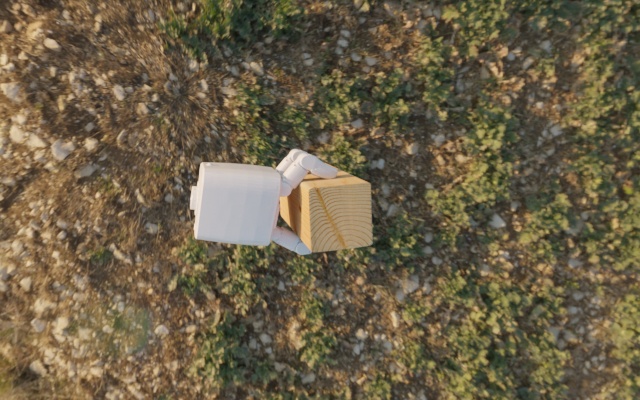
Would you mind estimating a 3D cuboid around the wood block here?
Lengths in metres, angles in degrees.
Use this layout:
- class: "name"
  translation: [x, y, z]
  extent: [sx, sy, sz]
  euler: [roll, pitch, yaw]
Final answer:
- class: "wood block"
  translation: [0.000, 0.003, 0.732]
  extent: [0.090, 0.091, 0.206]
  euler: [-6, 14, -15]
